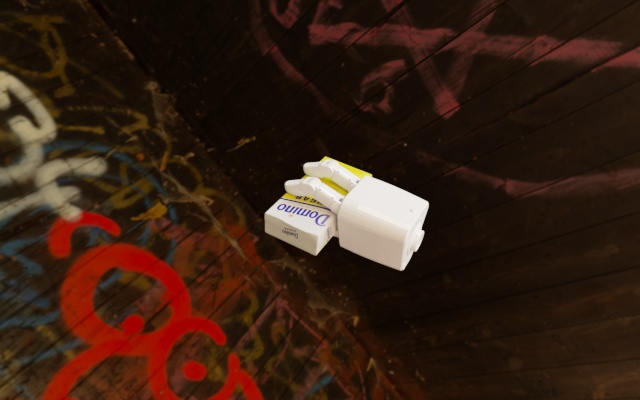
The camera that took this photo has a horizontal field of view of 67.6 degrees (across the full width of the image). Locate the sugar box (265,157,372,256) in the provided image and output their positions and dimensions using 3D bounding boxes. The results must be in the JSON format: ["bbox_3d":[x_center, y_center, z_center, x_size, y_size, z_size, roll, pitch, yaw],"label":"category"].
[{"bbox_3d":[0.000,0.002,0.747,0.093,0.048,0.176,22,41,21],"label":"sugar box"}]
